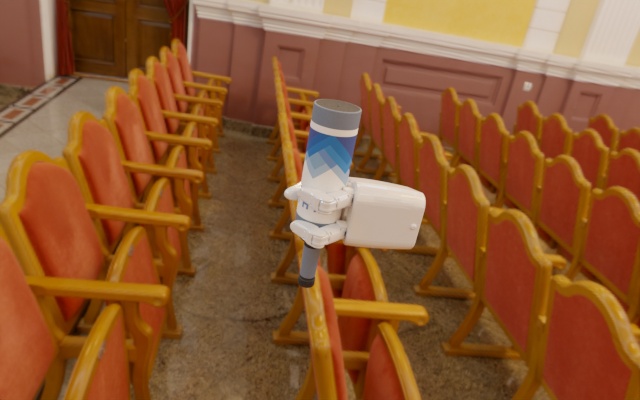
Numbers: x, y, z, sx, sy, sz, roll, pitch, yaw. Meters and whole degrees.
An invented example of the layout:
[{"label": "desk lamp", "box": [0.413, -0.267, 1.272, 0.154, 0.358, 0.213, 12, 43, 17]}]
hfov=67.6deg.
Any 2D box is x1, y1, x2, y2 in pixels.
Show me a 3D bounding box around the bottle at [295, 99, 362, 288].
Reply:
[{"label": "bottle", "box": [0.000, 0.002, 0.712, 0.069, 0.296, 0.069, 8, 25, -4]}]
